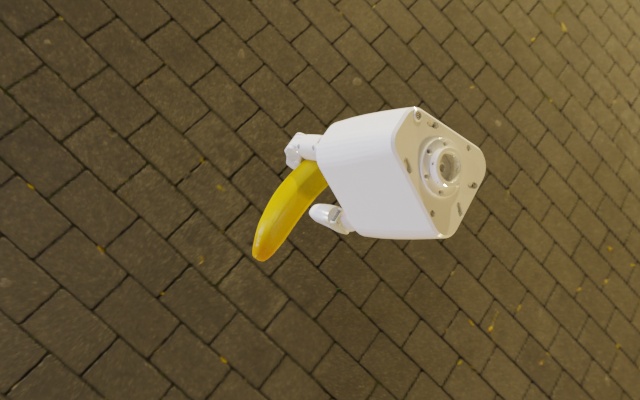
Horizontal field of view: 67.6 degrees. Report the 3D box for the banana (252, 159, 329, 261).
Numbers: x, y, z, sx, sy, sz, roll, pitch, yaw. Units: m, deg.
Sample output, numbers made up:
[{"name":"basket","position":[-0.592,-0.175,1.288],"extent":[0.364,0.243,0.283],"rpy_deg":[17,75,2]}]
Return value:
[{"name":"banana","position":[-0.003,-0.016,0.510],"extent":[0.197,0.070,0.037],"rpy_deg":[-38,34,-30]}]
